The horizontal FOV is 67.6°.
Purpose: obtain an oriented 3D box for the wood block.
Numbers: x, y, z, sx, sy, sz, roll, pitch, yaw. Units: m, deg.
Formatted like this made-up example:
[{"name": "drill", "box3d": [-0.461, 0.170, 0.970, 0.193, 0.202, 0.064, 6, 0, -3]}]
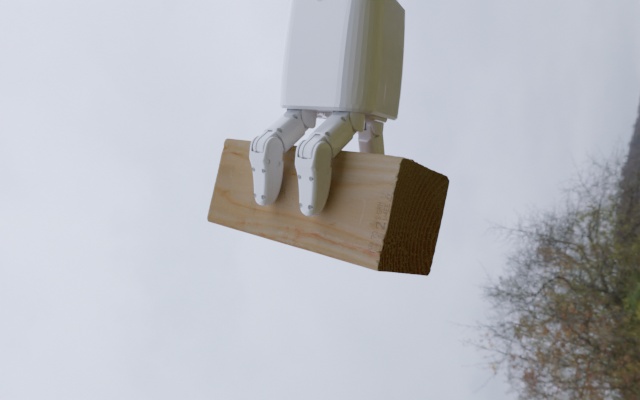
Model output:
[{"name": "wood block", "box3d": [0.000, 0.001, 0.448, 0.206, 0.090, 0.091, 11, -1, 40]}]
